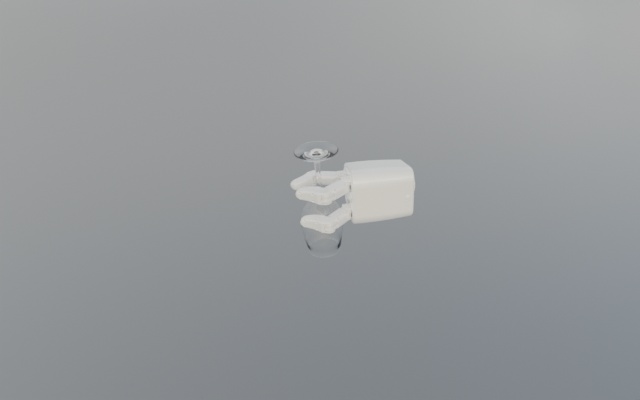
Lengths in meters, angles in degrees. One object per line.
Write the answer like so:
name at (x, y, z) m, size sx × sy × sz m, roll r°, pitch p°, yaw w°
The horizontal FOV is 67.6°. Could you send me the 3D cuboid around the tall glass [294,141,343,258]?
tall glass at (0.000, 0.002, 0.836) m, size 0.079 × 0.201 × 0.079 m, roll -3°, pitch 32°, yaw 2°
